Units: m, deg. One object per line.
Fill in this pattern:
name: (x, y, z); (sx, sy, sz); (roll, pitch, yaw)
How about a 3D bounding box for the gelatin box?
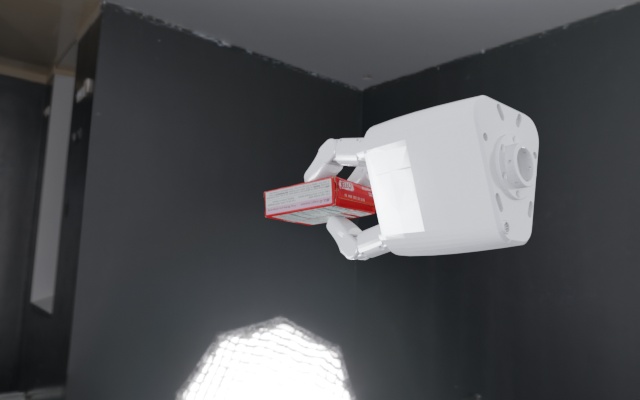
gelatin box: (0.000, 0.002, 0.479); (0.089, 0.030, 0.073); (-12, -15, 35)
